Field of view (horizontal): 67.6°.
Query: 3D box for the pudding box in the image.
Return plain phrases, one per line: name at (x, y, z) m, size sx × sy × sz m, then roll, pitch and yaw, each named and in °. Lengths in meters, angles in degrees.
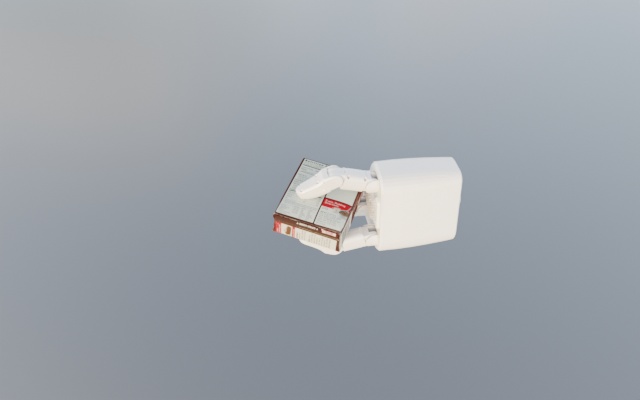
pudding box at (0.000, 0.002, 0.611) m, size 0.090 × 0.039 × 0.113 m, roll 16°, pitch 46°, yaw 10°
